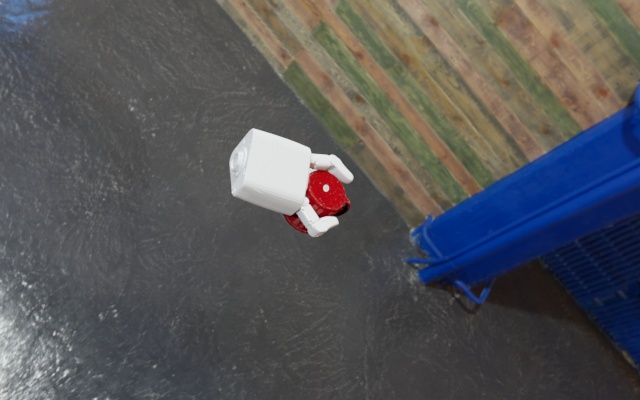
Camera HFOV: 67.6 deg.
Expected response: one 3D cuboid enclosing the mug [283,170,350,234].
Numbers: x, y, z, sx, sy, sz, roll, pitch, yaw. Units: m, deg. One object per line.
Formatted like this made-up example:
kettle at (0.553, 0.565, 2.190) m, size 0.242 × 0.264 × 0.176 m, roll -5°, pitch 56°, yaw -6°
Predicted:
mug at (0.001, 0.003, 0.839) m, size 0.117 × 0.093 × 0.081 m, roll 18°, pitch -37°, yaw -29°
